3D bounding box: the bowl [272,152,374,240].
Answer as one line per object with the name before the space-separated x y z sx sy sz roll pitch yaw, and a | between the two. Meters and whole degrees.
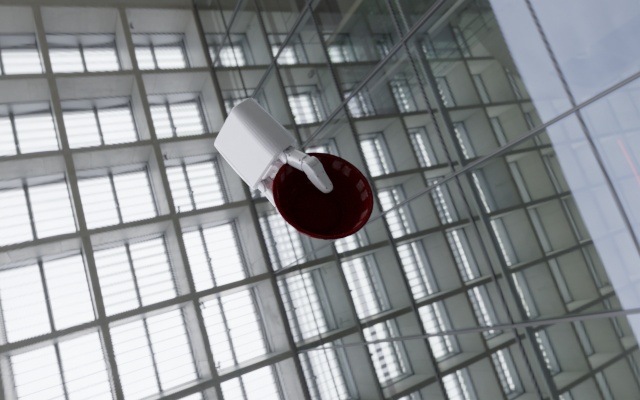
bowl | 0.001 0.004 0.762 0.162 0.162 0.055 0 -33 -14
